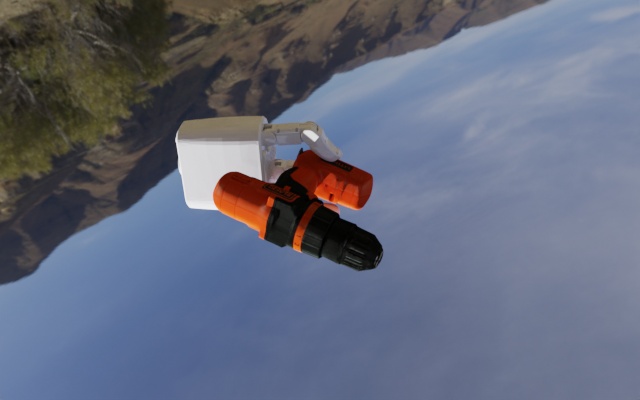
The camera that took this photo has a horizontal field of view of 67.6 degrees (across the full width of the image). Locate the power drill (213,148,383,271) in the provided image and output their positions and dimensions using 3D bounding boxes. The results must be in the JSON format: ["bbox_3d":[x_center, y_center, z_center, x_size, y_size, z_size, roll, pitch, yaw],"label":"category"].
[{"bbox_3d":[0.000,0.002,0.539,0.184,0.057,0.187,25,22,13],"label":"power drill"}]
